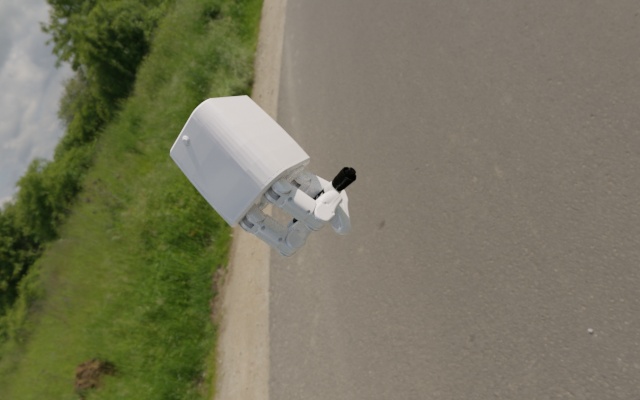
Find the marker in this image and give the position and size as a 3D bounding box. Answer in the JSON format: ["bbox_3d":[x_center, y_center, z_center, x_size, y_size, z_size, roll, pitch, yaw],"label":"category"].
[{"bbox_3d":[0.000,0.002,0.541,0.020,0.020,0.121,0,-34,-42],"label":"marker"}]
